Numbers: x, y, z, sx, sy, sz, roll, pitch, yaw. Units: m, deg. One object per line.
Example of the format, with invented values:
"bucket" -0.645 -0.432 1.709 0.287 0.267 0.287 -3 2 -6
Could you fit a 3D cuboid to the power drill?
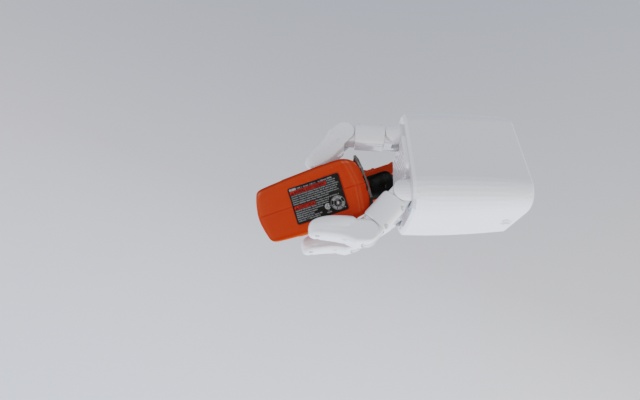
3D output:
"power drill" 0.000 0.002 0.521 0.184 0.057 0.187 -21 -2 15
